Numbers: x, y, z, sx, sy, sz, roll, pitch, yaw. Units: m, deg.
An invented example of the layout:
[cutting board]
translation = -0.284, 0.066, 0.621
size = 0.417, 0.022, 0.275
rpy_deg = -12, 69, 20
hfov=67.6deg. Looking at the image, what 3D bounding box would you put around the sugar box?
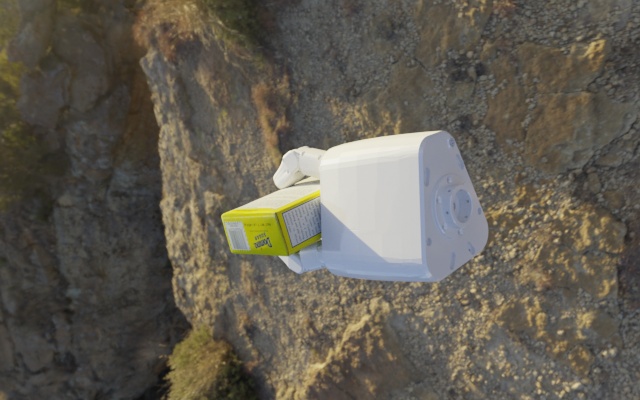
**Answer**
[sugar box]
translation = 0.000, 0.002, 0.474
size = 0.176, 0.048, 0.093
rpy_deg = -22, 12, -39
